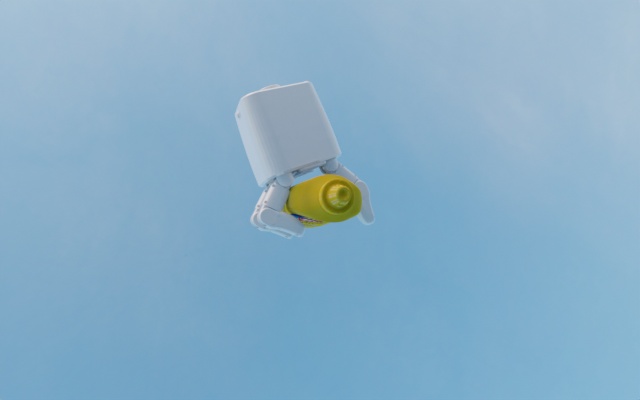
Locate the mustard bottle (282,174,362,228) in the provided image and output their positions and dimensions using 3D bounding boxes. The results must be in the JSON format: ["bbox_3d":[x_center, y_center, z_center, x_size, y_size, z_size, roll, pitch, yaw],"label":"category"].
[{"bbox_3d":[0.000,0.002,0.614,0.096,0.058,0.191,5,-7,-15],"label":"mustard bottle"}]
